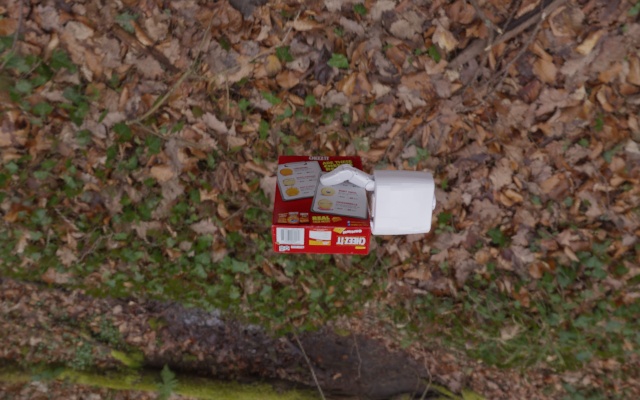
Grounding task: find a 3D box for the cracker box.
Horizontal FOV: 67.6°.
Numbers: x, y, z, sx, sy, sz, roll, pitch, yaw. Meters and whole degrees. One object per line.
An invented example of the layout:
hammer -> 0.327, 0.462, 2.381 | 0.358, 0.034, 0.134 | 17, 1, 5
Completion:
cracker box -> 0.000, 0.003, 0.868 | 0.164, 0.072, 0.213 | 1, 38, -2
